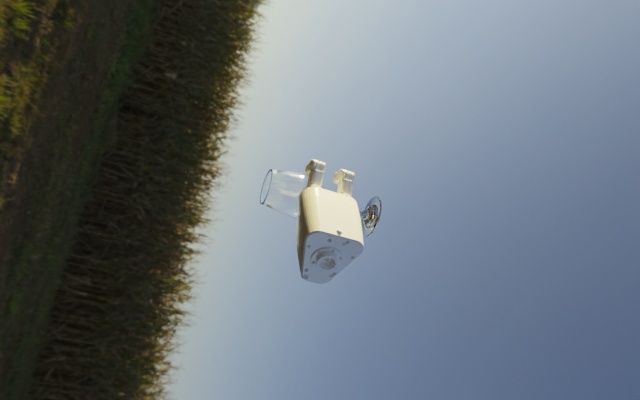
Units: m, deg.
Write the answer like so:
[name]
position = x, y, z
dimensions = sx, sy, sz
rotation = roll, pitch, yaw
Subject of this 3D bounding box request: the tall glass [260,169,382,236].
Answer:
[tall glass]
position = 0.001, 0.003, 0.826
dimensions = 0.201, 0.079, 0.079
rotation = 16, -5, -17
